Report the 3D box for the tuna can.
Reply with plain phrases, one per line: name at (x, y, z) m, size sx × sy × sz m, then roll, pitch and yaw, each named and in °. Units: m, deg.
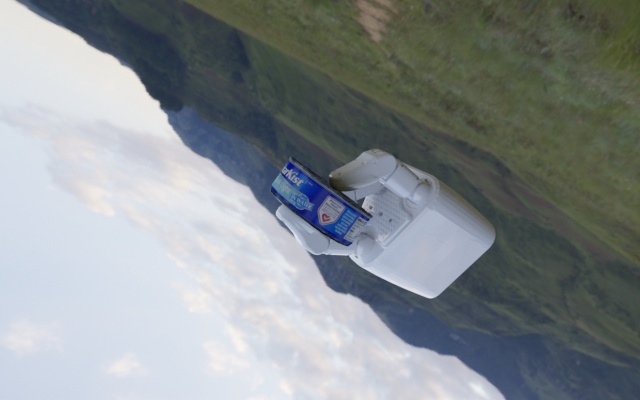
tuna can at (0.000, 0.002, 0.403) m, size 0.086 × 0.034 × 0.086 m, roll 36°, pitch 4°, yaw -3°
